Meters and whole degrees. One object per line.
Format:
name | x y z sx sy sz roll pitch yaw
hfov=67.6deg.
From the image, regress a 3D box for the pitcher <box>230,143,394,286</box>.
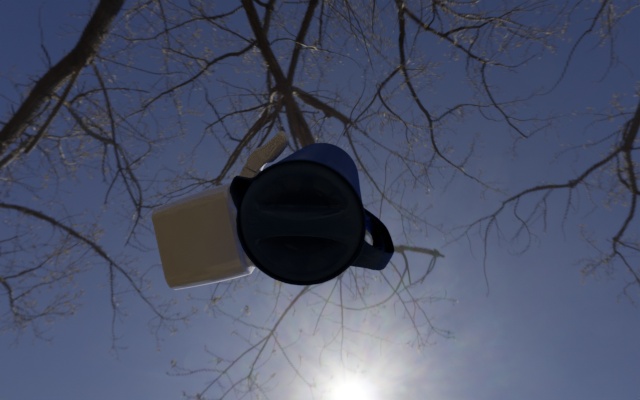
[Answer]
pitcher | 0.000 0.002 0.590 0.145 0.149 0.242 -18 12 10
